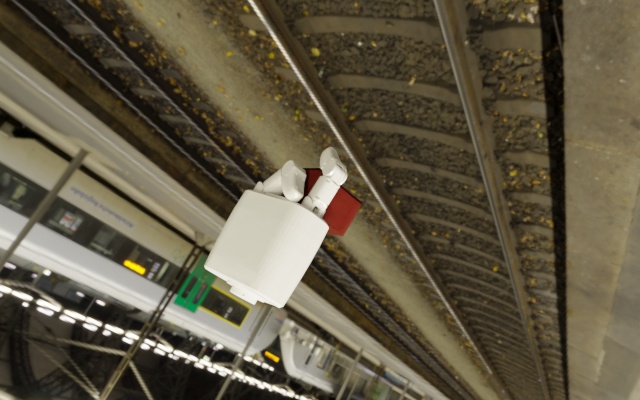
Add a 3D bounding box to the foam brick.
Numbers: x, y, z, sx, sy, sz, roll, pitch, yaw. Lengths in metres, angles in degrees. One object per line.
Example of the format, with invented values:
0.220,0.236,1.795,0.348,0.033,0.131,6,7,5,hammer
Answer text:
0.000,0.002,0.588,0.078,0.051,0.053,38,-19,-31,foam brick
